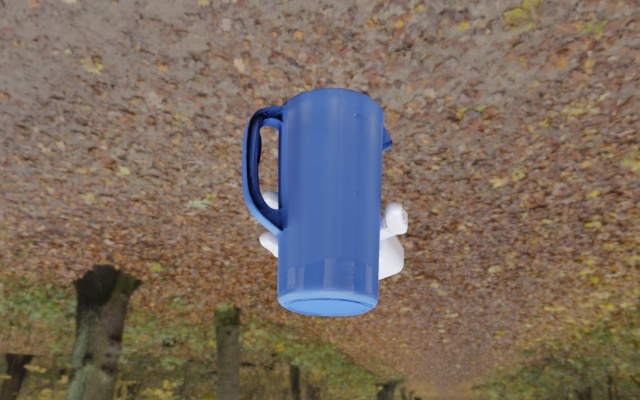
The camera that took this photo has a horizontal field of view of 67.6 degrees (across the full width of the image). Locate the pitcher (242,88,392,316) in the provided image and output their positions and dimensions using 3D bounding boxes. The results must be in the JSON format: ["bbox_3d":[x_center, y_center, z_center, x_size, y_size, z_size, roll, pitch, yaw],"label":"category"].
[{"bbox_3d":[0.000,0.002,0.551,0.149,0.242,0.145,-8,-25,21],"label":"pitcher"}]
